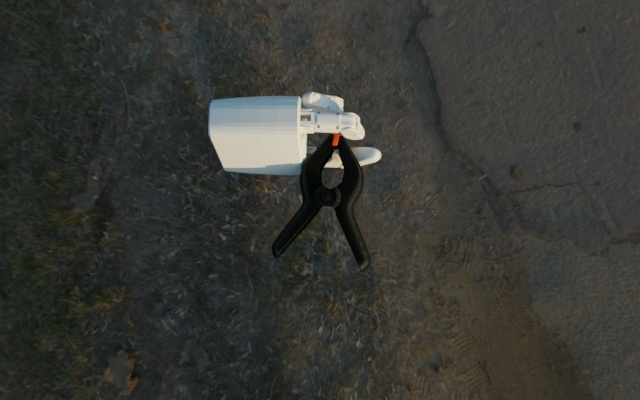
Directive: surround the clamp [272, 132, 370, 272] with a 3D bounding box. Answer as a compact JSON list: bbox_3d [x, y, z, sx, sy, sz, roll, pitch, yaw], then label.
[{"bbox_3d":[0.000,0.002,0.587,0.120,0.171,0.039,0,-8,1],"label":"clamp"}]
